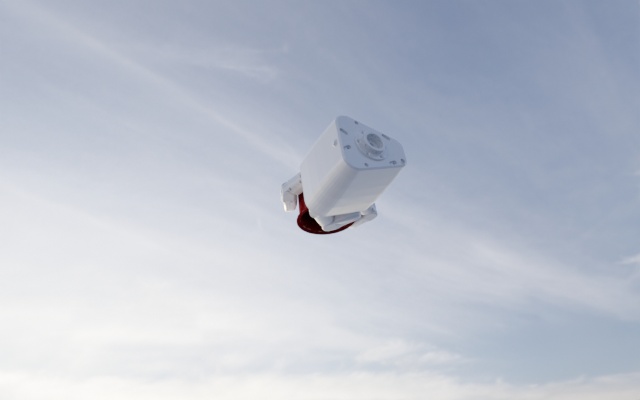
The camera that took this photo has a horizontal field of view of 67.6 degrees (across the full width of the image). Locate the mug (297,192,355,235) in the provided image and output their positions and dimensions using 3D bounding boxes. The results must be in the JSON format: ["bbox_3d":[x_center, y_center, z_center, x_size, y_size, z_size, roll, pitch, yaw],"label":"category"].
[{"bbox_3d":[-0.001,0.003,0.759,0.093,0.081,0.117,12,-38,-27],"label":"mug"}]
